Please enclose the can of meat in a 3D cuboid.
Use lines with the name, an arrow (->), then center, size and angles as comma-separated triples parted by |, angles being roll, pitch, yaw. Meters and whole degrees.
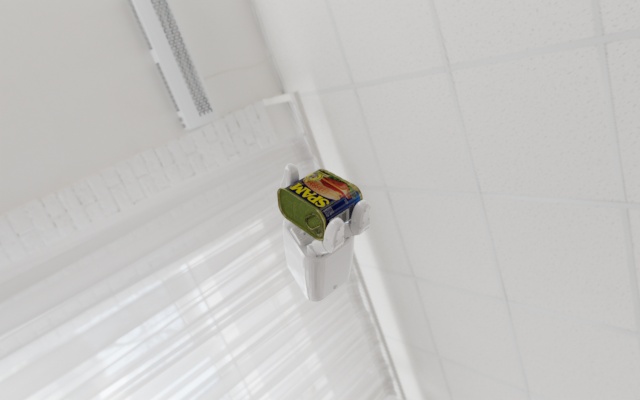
can of meat -> 0.000, 0.002, 0.712 | 0.084, 0.057, 0.102 | -31, 46, -32
